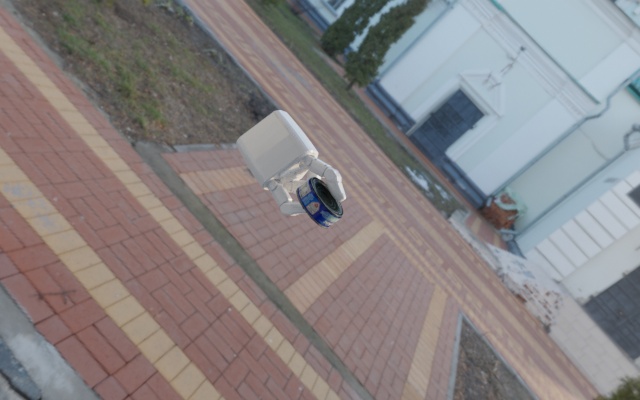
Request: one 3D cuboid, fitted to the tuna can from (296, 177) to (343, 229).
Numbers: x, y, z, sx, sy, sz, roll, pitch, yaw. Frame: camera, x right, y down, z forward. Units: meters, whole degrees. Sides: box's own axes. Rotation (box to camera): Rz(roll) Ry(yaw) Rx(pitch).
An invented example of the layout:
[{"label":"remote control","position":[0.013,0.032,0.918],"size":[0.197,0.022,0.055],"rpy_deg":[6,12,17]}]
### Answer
[{"label":"tuna can","position":[0.001,0.002,0.802],"size":[0.034,0.086,0.086],"rpy_deg":[-38,-14,18]}]
